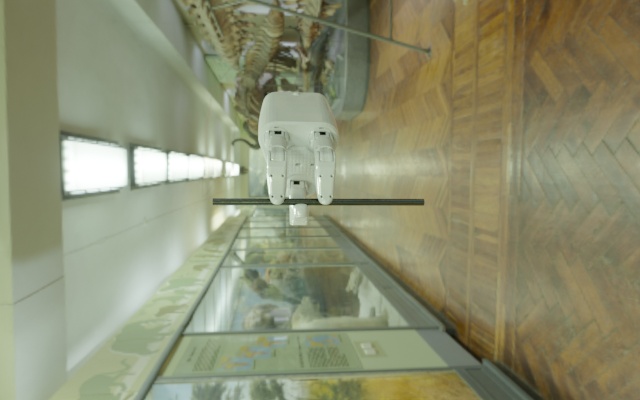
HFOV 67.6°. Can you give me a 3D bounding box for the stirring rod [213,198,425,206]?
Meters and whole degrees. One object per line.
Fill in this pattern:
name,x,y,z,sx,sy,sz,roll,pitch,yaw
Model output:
stirring rod,0.000,0.002,0.543,0.239,0.011,0.011,0,0,-6
